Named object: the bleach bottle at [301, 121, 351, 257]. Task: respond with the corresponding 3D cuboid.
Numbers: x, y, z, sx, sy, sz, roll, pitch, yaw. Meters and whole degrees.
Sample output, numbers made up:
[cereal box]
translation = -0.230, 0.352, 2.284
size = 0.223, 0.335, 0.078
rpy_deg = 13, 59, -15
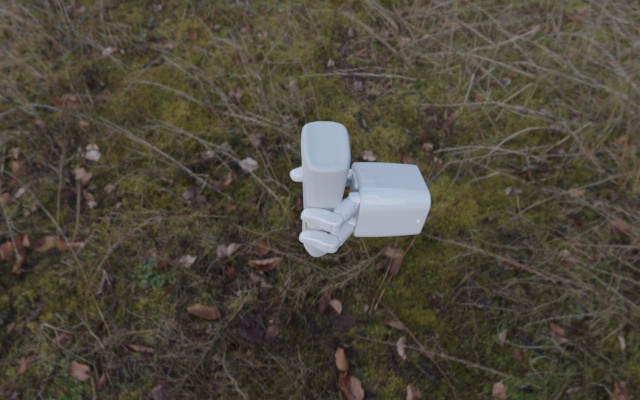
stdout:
[bleach bottle]
translation = 0.000, 0.003, 0.751
size = 0.068, 0.102, 0.251
rpy_deg = 0, -39, -5
